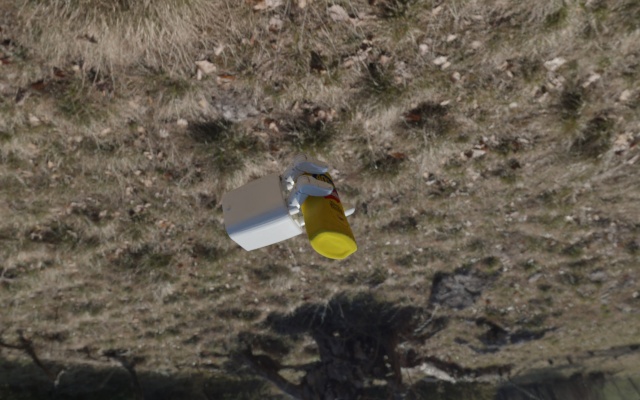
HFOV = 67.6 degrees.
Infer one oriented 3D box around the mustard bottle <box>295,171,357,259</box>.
[{"bbox_3d":[0.000,0.003,0.807,0.058,0.191,0.096,-37,-44,22],"label":"mustard bottle"}]
